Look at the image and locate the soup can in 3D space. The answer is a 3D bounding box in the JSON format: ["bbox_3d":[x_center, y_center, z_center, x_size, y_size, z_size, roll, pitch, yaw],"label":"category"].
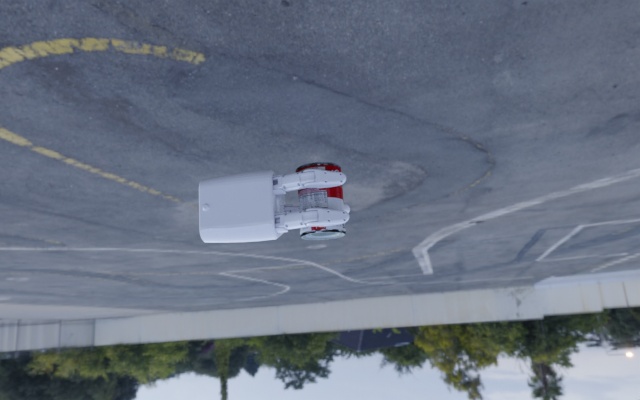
[{"bbox_3d":[0.001,0.003,0.698,0.068,0.102,0.068,-4,-14,-1],"label":"soup can"}]
